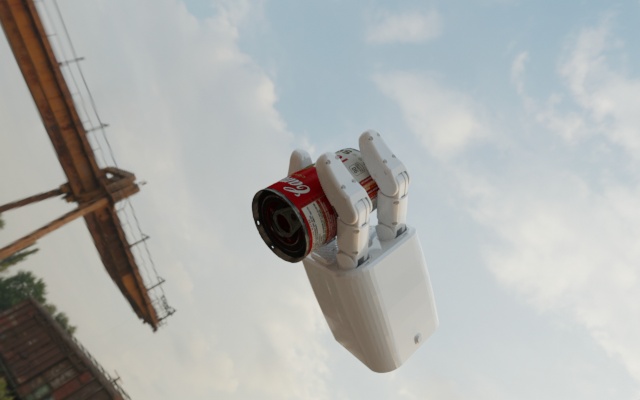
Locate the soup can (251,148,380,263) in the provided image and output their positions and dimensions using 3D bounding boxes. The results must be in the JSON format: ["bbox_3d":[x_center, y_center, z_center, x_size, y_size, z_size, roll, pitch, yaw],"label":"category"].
[{"bbox_3d":[0.000,0.001,0.422,0.102,0.068,0.068,-30,19,-36],"label":"soup can"}]
